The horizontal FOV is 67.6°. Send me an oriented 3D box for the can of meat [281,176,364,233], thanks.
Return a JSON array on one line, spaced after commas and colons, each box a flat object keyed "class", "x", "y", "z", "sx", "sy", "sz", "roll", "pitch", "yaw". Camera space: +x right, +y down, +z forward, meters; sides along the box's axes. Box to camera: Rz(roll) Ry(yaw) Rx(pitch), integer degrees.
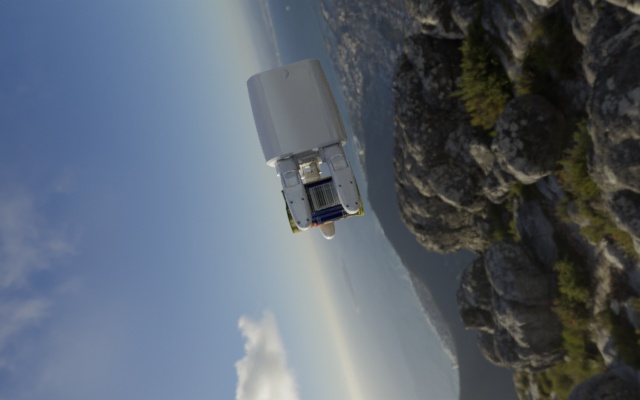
[{"class": "can of meat", "x": 0.000, "y": 0.002, "z": 0.571, "sx": 0.084, "sy": 0.057, "sz": 0.102, "roll": -16, "pitch": -1, "yaw": -3}]
